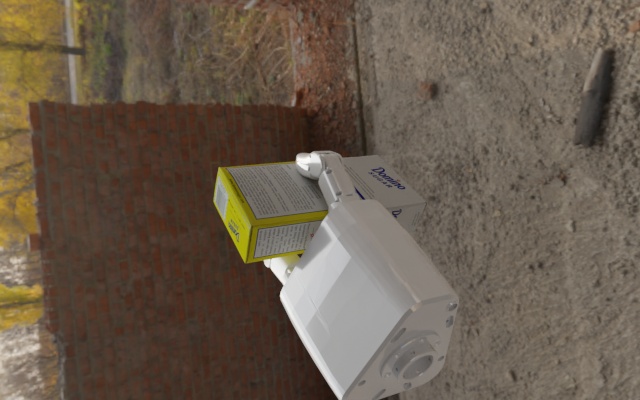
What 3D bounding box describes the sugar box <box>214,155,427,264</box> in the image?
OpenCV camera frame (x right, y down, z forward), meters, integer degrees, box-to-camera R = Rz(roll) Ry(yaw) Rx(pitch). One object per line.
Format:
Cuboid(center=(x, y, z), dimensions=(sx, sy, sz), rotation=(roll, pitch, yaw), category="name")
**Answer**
Cuboid(center=(0.000, 0.002, 0.444), dimensions=(0.176, 0.048, 0.093), rotation=(-4, 37, -29), category="sugar box")
